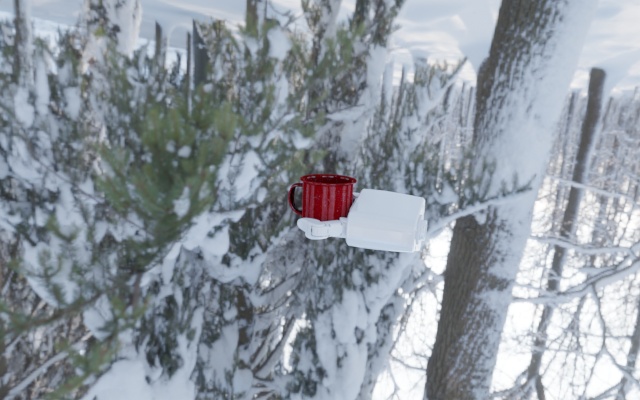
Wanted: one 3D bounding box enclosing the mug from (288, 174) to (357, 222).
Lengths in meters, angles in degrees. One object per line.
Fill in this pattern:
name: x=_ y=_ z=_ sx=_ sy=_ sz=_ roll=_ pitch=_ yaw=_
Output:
mug: x=-0.001 y=0.003 z=0.790 sx=0.117 sy=0.081 sz=0.093 roll=7 pitch=13 yaw=20
